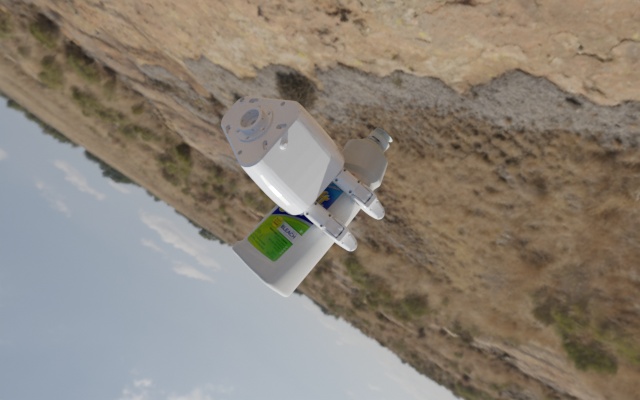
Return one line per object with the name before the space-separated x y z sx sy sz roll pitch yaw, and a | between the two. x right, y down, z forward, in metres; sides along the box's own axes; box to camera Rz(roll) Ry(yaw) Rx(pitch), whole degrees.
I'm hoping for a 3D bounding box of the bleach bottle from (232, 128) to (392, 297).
bleach bottle | 0.000 0.002 0.639 0.102 0.251 0.068 36 -7 41
